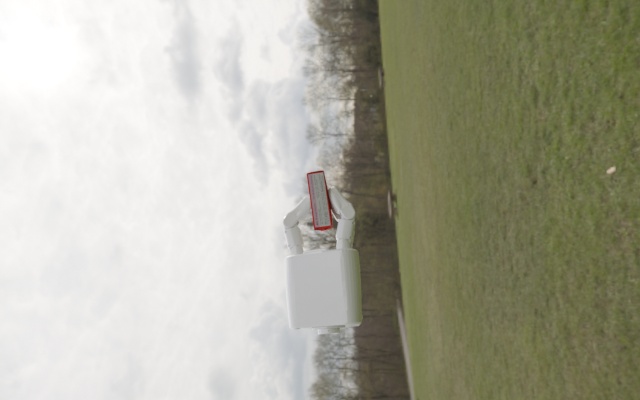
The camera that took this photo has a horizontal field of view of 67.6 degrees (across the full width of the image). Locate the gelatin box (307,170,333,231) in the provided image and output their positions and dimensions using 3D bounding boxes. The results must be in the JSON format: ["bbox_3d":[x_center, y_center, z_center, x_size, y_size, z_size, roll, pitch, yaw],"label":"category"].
[{"bbox_3d":[0.000,0.002,0.741,0.030,0.089,0.073,-9,-4,1],"label":"gelatin box"}]
